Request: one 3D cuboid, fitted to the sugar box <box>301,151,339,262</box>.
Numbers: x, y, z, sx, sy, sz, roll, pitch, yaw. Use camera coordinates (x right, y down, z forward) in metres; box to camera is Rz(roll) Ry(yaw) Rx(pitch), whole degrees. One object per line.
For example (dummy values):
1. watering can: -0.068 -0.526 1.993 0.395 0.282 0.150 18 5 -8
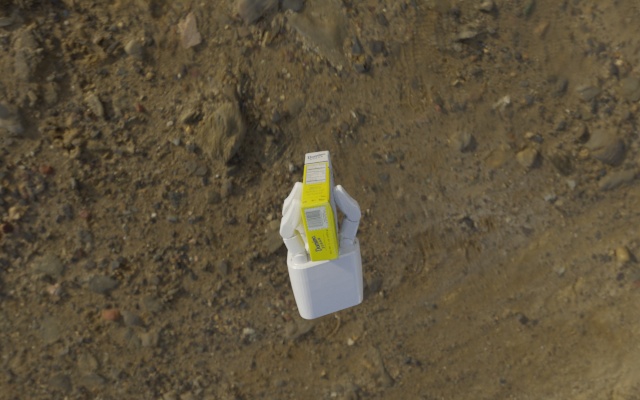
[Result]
1. sugar box: 0.000 0.003 0.718 0.048 0.093 0.176 -8 28 2
